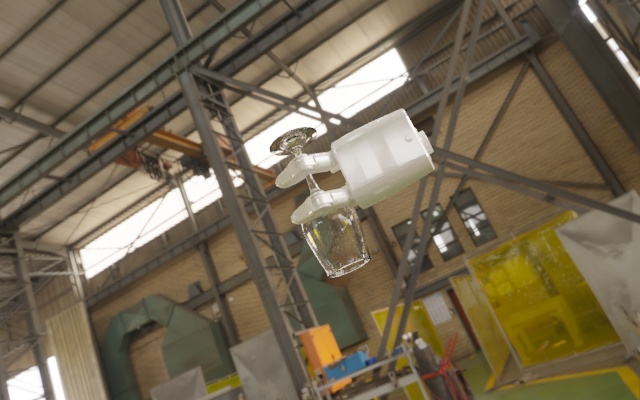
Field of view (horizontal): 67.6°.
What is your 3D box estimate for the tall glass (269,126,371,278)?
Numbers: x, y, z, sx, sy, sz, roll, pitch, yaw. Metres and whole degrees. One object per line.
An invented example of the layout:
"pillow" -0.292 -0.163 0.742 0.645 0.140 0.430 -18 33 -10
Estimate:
"tall glass" 0.000 0.002 0.653 0.079 0.201 0.079 -22 -17 -7
